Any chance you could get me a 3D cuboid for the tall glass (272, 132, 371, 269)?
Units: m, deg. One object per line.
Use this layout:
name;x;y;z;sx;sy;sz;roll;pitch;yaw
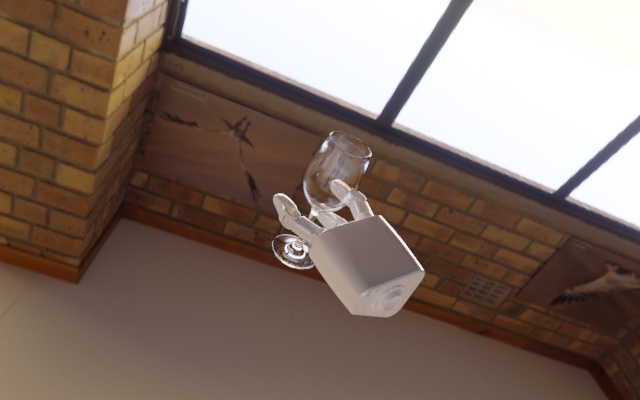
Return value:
tall glass;0.000;0.003;0.682;0.079;0.201;0.079;20;30;-12
